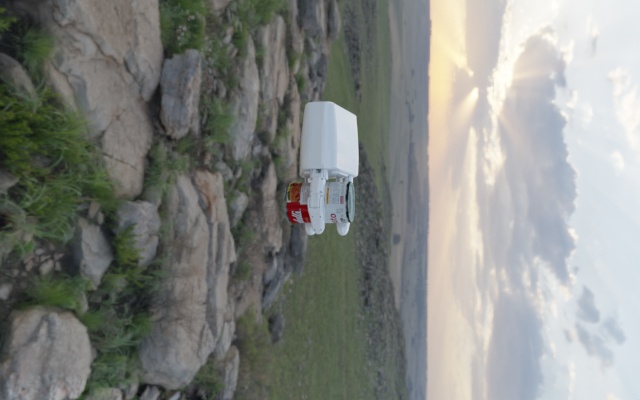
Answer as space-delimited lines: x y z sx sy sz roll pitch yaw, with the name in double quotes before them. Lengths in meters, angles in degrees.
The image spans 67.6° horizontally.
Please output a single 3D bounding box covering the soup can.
"soup can" 0.000 0.003 0.767 0.102 0.068 0.068 0 0 13
